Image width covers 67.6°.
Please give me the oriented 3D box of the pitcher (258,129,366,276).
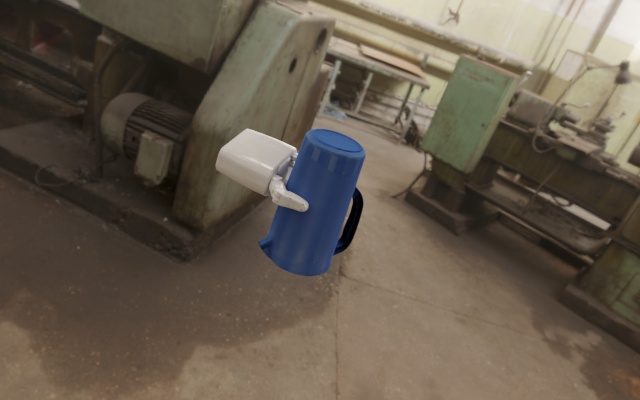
[{"bbox_3d":[0.000,0.003,0.854,0.145,0.243,0.149,25,25,11],"label":"pitcher"}]
